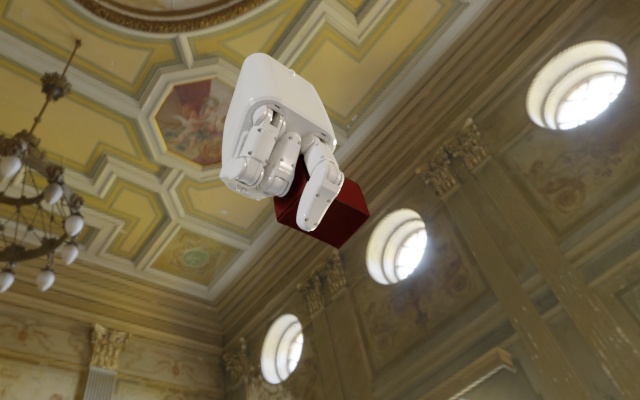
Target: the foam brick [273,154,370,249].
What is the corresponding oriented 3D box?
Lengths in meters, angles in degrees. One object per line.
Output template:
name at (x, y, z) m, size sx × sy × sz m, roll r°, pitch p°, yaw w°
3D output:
foam brick at (0.000, 0.002, 0.468) m, size 0.078 × 0.053 × 0.051 m, roll 27°, pitch 30°, yaw -31°
